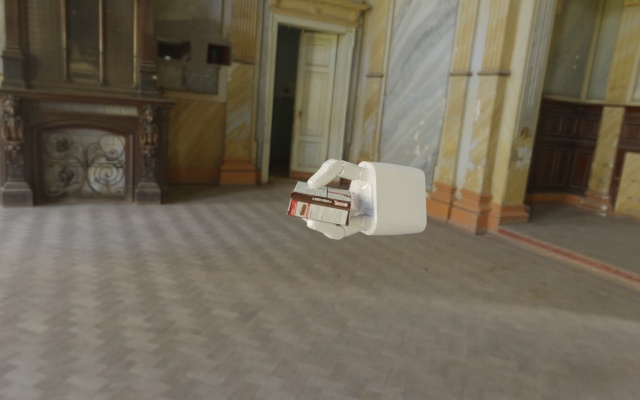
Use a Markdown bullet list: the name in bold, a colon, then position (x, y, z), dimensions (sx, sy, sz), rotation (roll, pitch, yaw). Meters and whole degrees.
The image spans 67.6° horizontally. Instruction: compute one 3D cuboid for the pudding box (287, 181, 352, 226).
- **pudding box**: position (0.000, 0.002, 0.718), dimensions (0.090, 0.039, 0.113), rotation (10, 9, 0)
